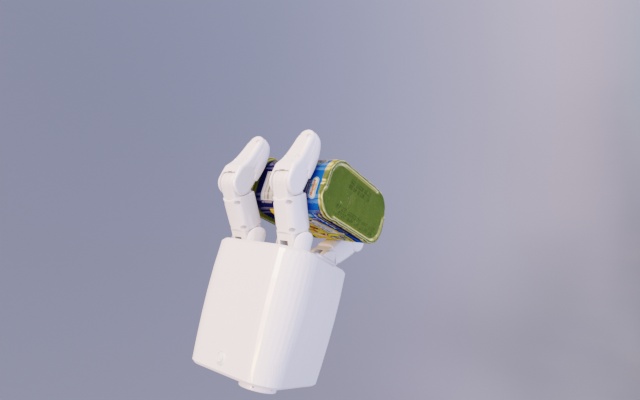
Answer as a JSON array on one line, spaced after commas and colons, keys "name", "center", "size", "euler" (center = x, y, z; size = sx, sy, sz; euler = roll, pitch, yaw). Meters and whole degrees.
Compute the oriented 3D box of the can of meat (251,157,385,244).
[{"name": "can of meat", "center": [0.000, 0.001, 0.437], "size": [0.084, 0.057, 0.102], "euler": [3, -20, 39]}]
